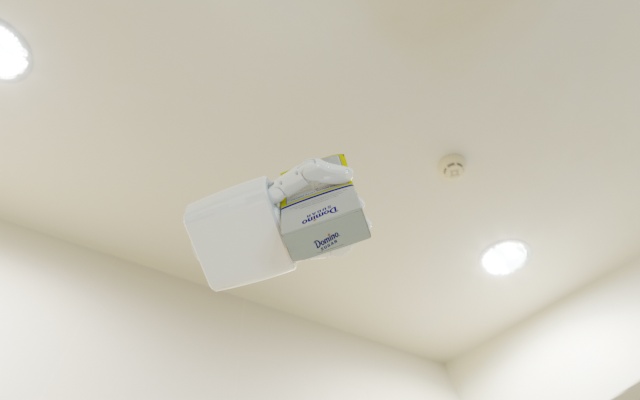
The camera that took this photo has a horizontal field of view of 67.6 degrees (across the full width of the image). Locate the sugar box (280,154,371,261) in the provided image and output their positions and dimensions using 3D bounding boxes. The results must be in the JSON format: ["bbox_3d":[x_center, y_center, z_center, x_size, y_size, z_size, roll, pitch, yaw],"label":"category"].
[{"bbox_3d":[0.000,0.002,0.585,0.093,0.048,0.176,-19,28,5],"label":"sugar box"}]
